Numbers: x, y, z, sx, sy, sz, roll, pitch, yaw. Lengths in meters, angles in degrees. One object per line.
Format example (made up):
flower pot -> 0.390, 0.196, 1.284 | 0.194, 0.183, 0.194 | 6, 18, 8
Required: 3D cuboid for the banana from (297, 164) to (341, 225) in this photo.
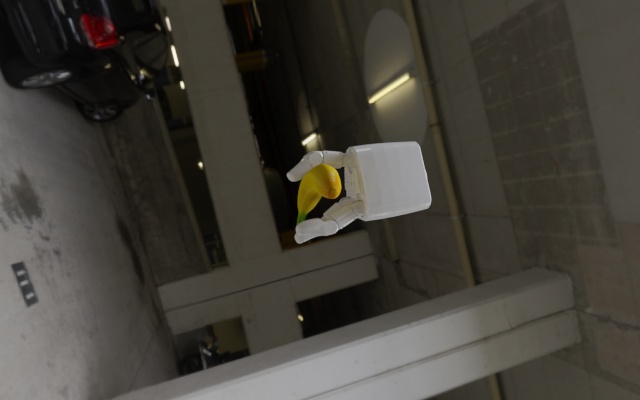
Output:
banana -> -0.003, -0.015, 0.665 | 0.037, 0.069, 0.198 | -3, -13, -13
